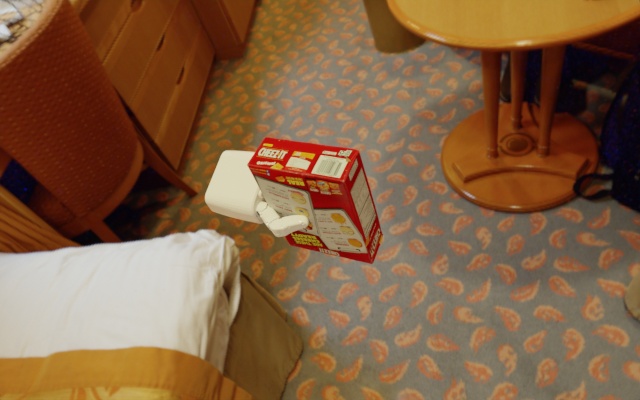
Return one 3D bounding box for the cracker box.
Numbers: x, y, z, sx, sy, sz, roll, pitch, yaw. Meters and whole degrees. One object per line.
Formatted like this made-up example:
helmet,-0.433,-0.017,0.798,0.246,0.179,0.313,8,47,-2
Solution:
cracker box,0.000,0.003,0.764,0.164,0.072,0.214,10,-34,27
